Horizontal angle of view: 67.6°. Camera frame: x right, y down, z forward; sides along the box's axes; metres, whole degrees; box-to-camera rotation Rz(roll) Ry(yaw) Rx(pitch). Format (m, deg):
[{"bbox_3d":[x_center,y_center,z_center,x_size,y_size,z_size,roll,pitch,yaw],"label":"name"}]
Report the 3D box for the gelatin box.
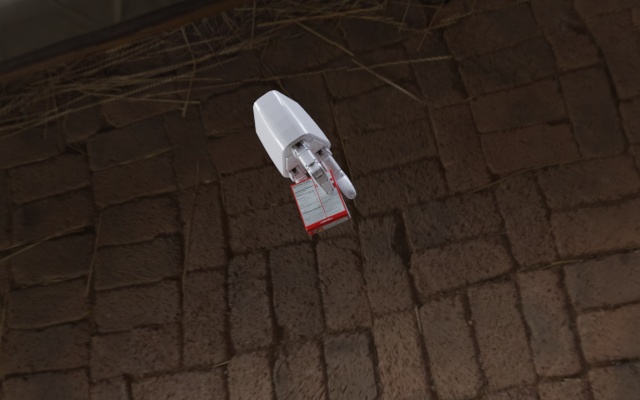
[{"bbox_3d":[0.000,0.003,0.786,0.073,0.089,0.030,-23,-24,5],"label":"gelatin box"}]
